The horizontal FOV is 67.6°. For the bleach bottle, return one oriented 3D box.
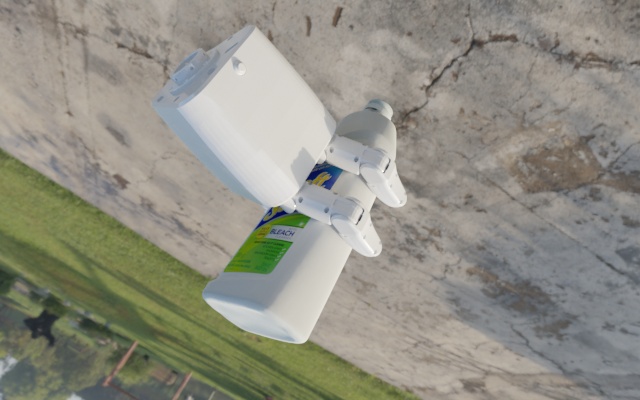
[{"bbox_3d":[0.000,0.002,0.442,0.102,0.250,0.068,-4,-43,46],"label":"bleach bottle"}]
